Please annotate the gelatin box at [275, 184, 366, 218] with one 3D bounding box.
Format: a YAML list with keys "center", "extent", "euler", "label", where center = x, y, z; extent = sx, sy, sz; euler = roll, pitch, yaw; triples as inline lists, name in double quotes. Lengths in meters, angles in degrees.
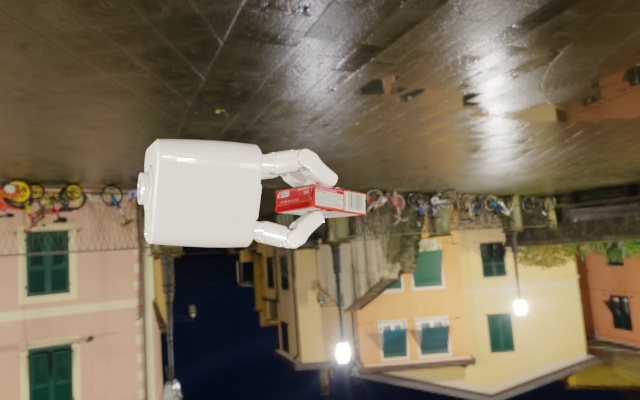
- center: [0.000, 0.002, 0.590]
  extent: [0.089, 0.030, 0.073]
  euler: [10, -12, -40]
  label: "gelatin box"
